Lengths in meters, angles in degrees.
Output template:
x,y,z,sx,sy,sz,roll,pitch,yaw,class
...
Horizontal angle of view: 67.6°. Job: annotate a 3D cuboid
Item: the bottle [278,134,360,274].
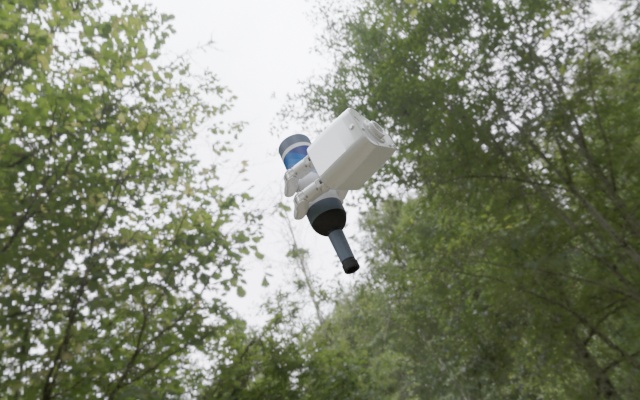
x,y,z,sx,sy,sz,roll,pitch,yaw,class
0.000,0.003,0.855,0.069,0.295,0.069,-17,-35,-12,bottle
